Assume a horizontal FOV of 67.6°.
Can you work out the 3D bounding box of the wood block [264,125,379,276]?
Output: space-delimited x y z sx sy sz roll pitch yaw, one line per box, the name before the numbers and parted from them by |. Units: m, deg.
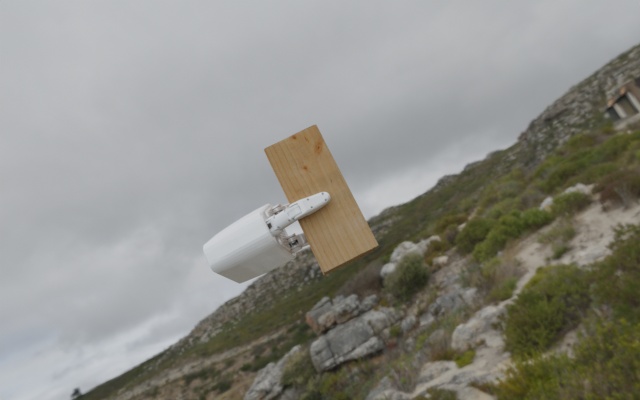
wood block | 0.000 0.002 0.740 0.090 0.206 0.091 -26 -10 -4
